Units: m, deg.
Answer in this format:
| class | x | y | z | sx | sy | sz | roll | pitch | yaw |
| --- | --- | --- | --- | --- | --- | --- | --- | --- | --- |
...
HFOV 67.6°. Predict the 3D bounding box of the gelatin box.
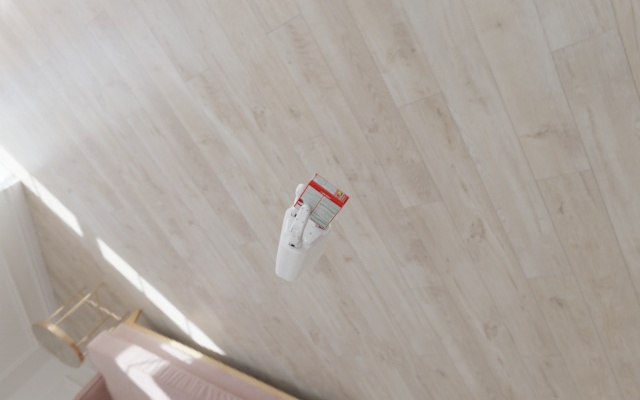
| class | x | y | z | sx | sy | sz | roll | pitch | yaw |
| --- | --- | --- | --- | --- | --- | --- | --- | --- | --- |
| gelatin box | 0.000 | 0.003 | 0.859 | 0.073 | 0.030 | 0.089 | 36 | -40 | 0 |
